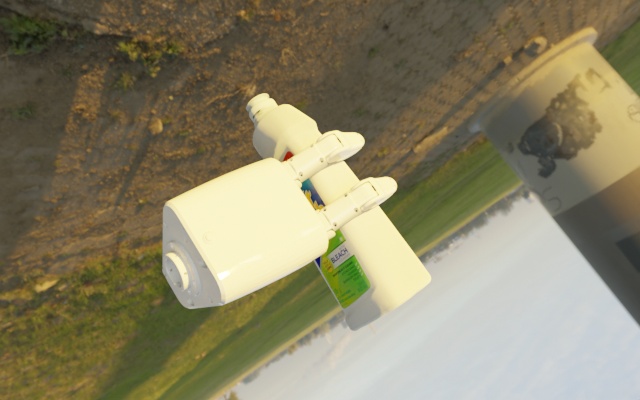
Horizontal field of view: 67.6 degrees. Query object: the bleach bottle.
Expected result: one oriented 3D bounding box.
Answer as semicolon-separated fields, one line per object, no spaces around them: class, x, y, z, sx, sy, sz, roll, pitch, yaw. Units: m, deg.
bleach bottle;0.000;0.002;0.485;0.068;0.250;0.103;-26;-14;-35
